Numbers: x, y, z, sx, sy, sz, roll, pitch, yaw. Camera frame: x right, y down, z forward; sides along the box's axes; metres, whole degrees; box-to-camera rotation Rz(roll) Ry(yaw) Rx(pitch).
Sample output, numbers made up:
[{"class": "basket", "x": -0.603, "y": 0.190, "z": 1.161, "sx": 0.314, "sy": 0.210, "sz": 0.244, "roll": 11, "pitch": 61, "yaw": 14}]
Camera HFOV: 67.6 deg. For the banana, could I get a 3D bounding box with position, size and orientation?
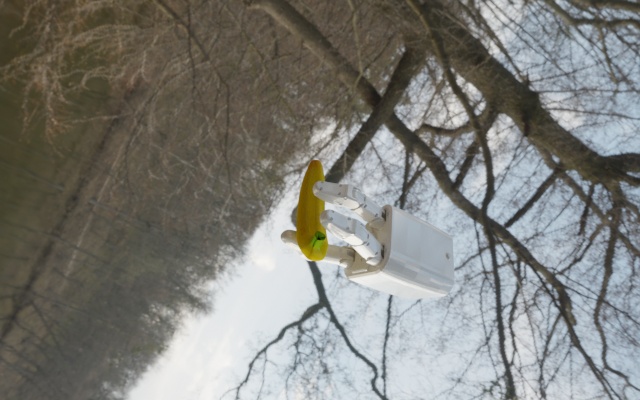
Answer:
[{"class": "banana", "x": -0.007, "y": 0.019, "z": 0.613, "sx": 0.037, "sy": 0.070, "sz": 0.197, "roll": 19, "pitch": 28, "yaw": -15}]
